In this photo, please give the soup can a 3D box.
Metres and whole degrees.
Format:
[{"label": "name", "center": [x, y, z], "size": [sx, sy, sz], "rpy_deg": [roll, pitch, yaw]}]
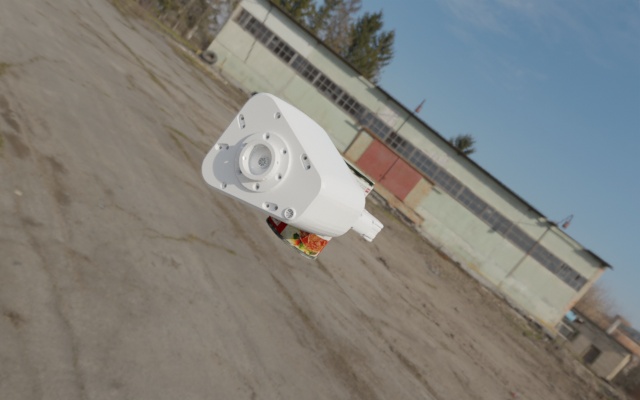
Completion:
[{"label": "soup can", "center": [0.001, 0.002, 0.503], "size": [0.068, 0.102, 0.068], "rpy_deg": [38, 7, -5]}]
